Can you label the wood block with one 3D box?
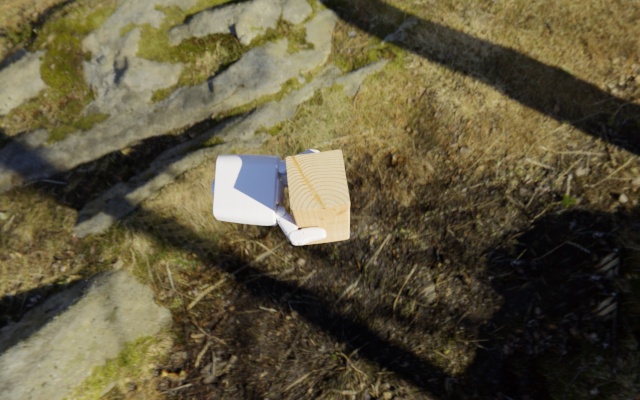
[{"bbox_3d":[0.000,0.003,0.810,0.090,0.090,0.206,-7,-19,1],"label":"wood block"}]
